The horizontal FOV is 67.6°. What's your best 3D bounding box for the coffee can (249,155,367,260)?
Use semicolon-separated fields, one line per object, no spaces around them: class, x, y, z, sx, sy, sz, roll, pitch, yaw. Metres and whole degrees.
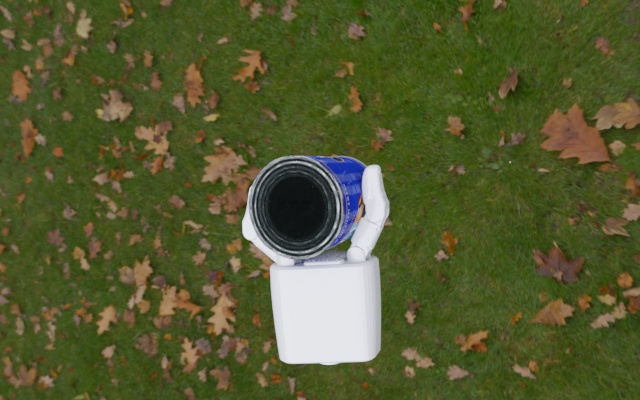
coffee can;0.000;0.002;0.527;0.103;0.103;0.140;0;4;22
